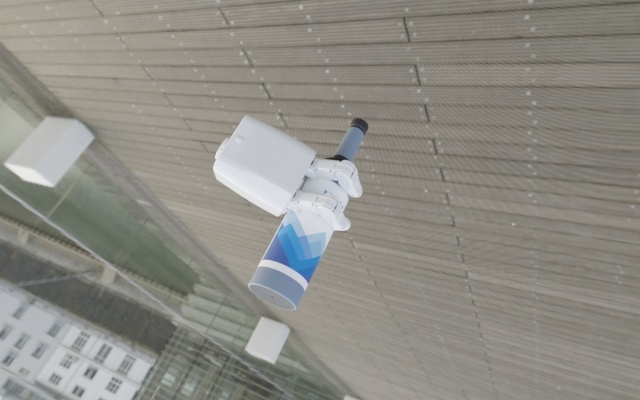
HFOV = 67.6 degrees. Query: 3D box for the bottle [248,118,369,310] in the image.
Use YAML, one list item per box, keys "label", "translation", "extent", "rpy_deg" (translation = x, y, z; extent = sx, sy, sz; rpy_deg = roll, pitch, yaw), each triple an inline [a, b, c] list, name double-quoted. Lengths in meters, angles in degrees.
- label: "bottle"
  translation: [0.000, 0.002, 0.653]
  extent: [0.069, 0.295, 0.069]
  rpy_deg: [21, -27, 12]
